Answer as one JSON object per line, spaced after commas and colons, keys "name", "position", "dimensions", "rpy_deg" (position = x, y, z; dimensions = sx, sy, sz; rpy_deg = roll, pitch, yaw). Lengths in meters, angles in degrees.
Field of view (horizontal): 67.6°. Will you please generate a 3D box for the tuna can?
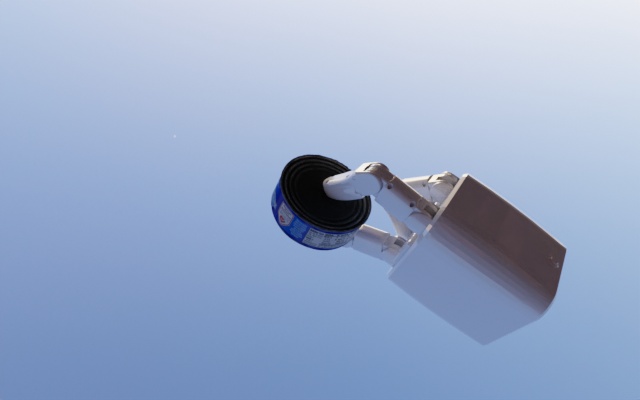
{"name": "tuna can", "position": [0.000, 0.002, 0.427], "dimensions": [0.086, 0.086, 0.034], "rpy_deg": [0, -37, -27]}
